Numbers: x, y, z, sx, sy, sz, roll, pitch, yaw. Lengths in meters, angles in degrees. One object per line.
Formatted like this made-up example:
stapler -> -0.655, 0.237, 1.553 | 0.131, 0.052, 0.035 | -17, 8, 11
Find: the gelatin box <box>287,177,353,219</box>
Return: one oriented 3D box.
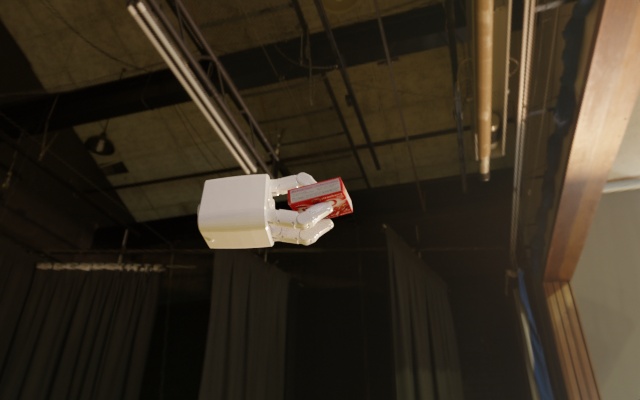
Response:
gelatin box -> 0.000, 0.002, 0.761 | 0.089, 0.030, 0.073 | -14, -32, 9
